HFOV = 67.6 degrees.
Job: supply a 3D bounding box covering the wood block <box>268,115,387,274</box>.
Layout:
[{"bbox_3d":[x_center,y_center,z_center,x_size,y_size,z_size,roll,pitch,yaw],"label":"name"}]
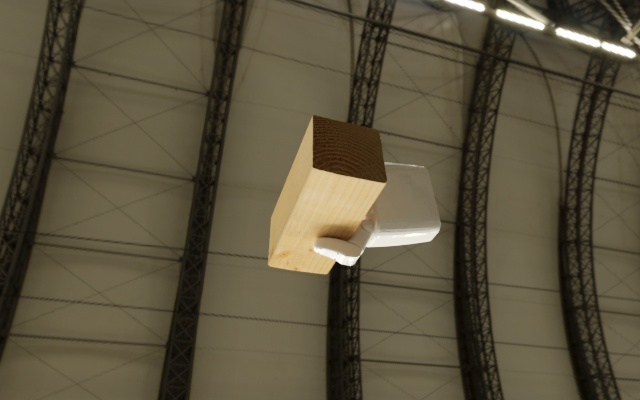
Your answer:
[{"bbox_3d":[0.000,0.002,0.624,0.090,0.090,0.206,11,-41,-15],"label":"wood block"}]
